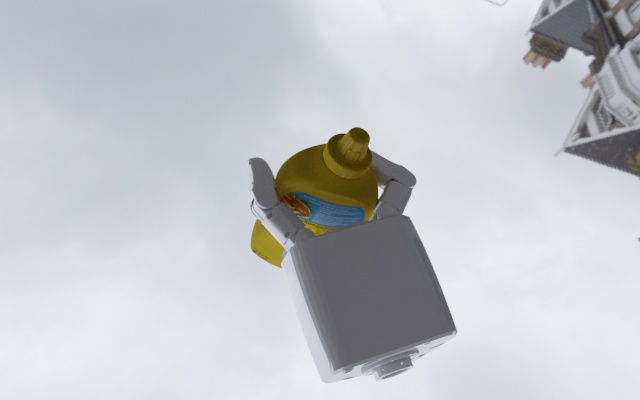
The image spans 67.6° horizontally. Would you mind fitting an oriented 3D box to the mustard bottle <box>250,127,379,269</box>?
[{"bbox_3d":[0.000,0.001,0.450,0.096,0.058,0.192,16,-38,-12],"label":"mustard bottle"}]
